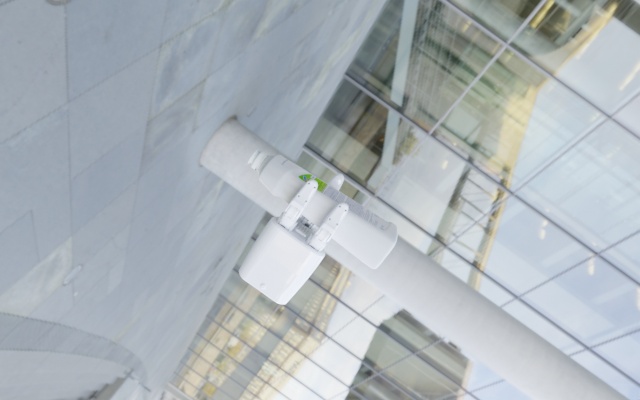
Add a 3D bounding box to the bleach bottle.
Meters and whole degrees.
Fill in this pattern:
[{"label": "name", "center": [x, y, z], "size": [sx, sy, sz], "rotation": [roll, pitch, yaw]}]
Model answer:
[{"label": "bleach bottle", "center": [0.000, 0.002, 0.741], "size": [0.251, 0.068, 0.102], "rotation": [35, 14, 0]}]
